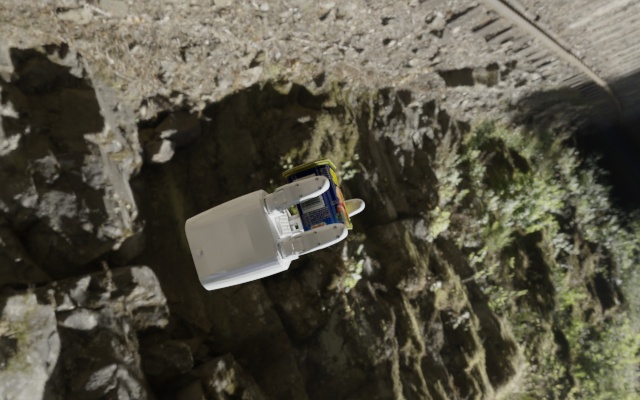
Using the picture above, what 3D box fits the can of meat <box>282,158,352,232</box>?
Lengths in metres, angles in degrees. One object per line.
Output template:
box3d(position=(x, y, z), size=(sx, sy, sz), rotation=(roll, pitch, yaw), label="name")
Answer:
box3d(position=(0.000, 0.002, 0.574), size=(0.057, 0.084, 0.102), rotation=(-18, -6, 6), label="can of meat")
